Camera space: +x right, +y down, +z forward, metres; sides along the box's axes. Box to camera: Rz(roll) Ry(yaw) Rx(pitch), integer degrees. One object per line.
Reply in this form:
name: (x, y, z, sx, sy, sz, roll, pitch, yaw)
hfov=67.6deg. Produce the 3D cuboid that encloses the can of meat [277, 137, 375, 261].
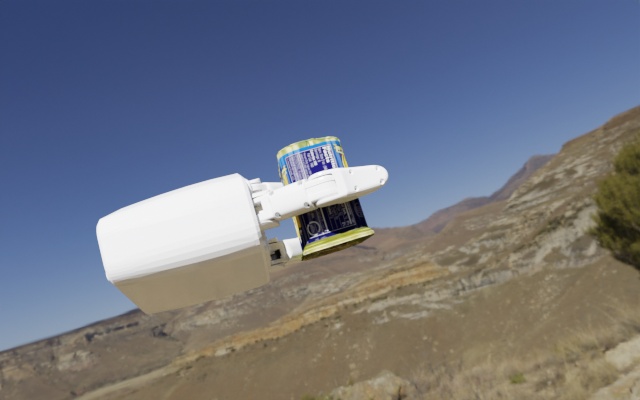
can of meat: (0.000, 0.001, 0.402, 0.057, 0.084, 0.102, -17, -9, -7)
